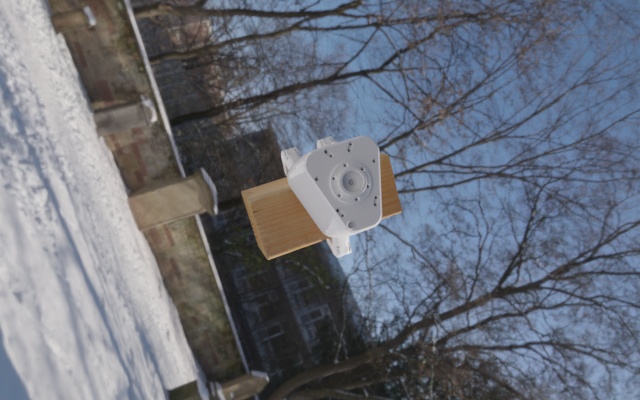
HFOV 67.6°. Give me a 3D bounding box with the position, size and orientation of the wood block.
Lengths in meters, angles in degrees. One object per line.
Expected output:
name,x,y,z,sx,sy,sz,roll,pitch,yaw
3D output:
wood block,0.000,0.003,0.697,0.206,0.091,0.090,-18,13,-13
